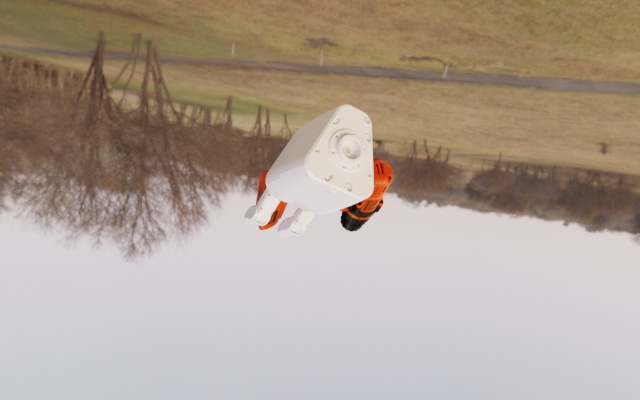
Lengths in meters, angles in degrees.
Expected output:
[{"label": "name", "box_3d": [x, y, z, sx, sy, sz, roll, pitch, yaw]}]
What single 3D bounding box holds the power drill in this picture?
[{"label": "power drill", "box_3d": [0.000, 0.002, 0.716, 0.187, 0.057, 0.184, -5, -28, -15]}]
